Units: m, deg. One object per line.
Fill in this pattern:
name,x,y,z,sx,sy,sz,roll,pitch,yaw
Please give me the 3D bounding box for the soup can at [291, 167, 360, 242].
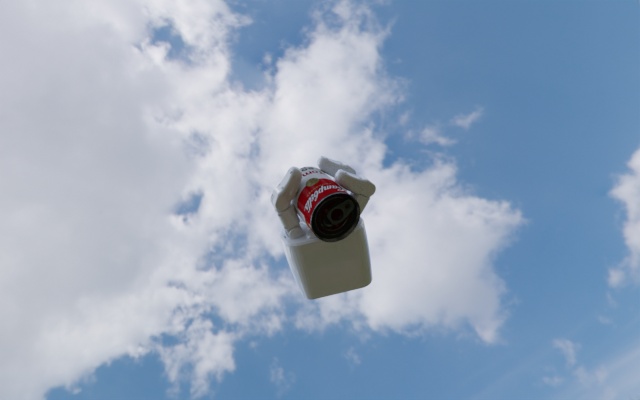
soup can,0.000,0.002,0.632,0.068,0.068,0.102,0,23,-25
